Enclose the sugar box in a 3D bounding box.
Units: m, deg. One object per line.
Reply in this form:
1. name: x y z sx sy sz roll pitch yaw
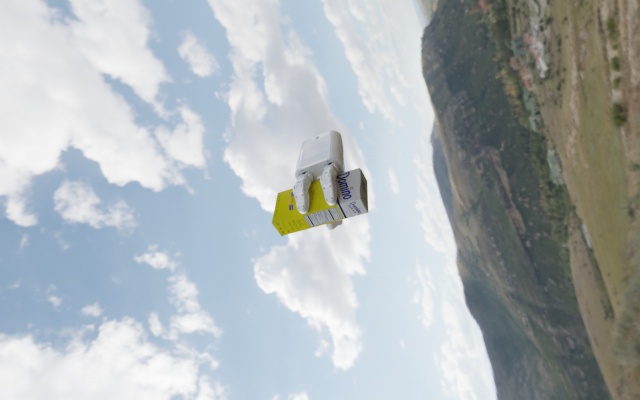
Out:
1. sugar box: 0.000 0.002 0.891 0.176 0.048 0.093 -19 37 18
